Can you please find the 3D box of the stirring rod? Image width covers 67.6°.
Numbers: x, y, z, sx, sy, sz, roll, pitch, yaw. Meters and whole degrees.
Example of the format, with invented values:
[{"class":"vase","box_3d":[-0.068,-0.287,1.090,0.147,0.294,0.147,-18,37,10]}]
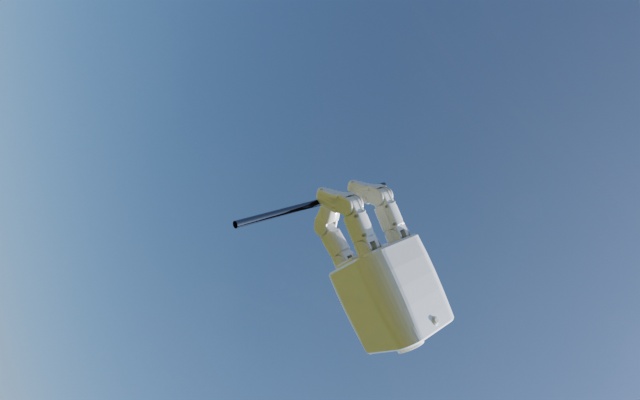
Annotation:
[{"class":"stirring rod","box_3d":[0.000,0.002,0.556,0.239,0.011,0.011,-15,10,-43]}]
